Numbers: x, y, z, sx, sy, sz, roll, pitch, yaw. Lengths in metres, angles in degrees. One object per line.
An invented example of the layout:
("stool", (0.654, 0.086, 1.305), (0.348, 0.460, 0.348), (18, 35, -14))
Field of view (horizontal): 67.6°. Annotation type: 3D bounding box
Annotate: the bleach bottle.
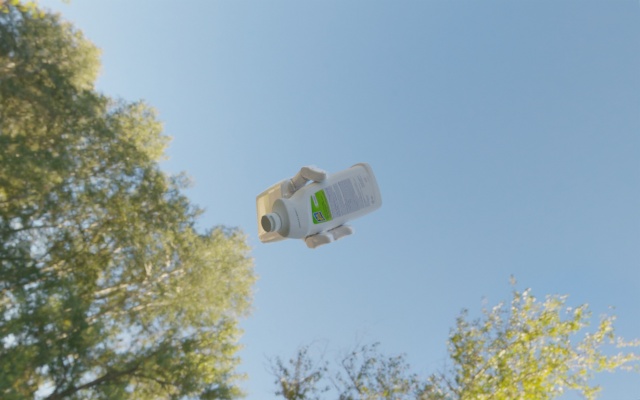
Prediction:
("bleach bottle", (0.000, 0.003, 0.853), (0.251, 0.102, 0.068), (-17, -5, -41))
